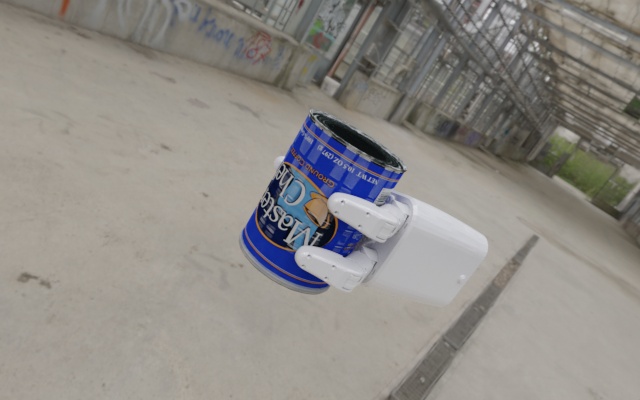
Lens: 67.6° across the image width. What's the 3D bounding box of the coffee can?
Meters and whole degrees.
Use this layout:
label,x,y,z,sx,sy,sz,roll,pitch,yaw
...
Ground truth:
label,x,y,z,sx,sy,sz,roll,pitch,yaw
coffee can,0.000,0.002,0.449,0.103,0.140,0.102,28,18,-10
